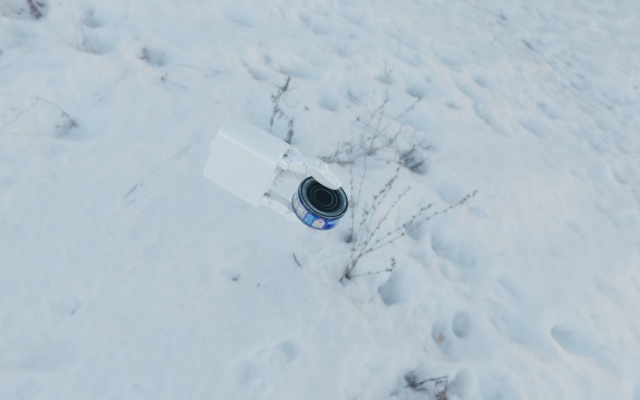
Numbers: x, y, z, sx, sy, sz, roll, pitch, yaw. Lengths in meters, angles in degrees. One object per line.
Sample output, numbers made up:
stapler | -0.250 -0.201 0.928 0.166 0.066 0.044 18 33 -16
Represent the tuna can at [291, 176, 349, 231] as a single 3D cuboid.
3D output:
tuna can | 0.000 0.002 0.747 0.086 0.086 0.034 0 -35 -28
